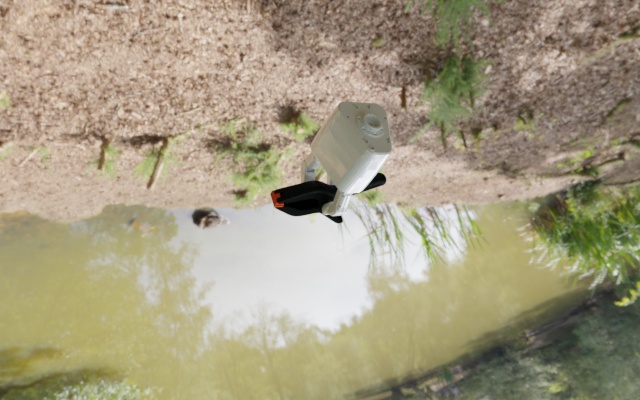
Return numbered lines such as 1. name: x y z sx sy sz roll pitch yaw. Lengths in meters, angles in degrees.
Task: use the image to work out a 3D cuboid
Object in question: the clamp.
1. clamp: 0.000 0.004 0.883 0.210 0.036 0.165 -4 -30 -30
